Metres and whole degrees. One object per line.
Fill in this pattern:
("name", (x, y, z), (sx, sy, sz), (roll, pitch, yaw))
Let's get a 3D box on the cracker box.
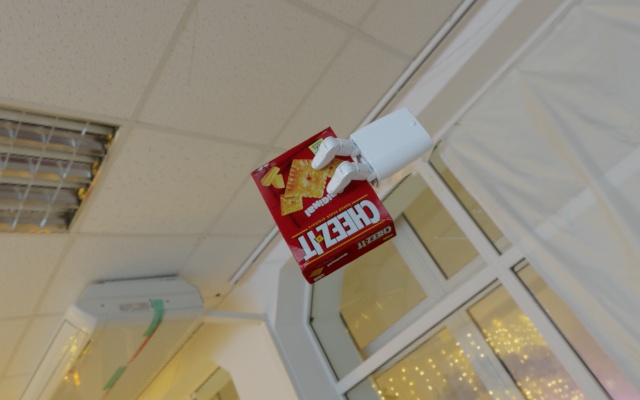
("cracker box", (0.000, 0.003, 0.792), (0.164, 0.213, 0.072), (-30, -30, -2))
